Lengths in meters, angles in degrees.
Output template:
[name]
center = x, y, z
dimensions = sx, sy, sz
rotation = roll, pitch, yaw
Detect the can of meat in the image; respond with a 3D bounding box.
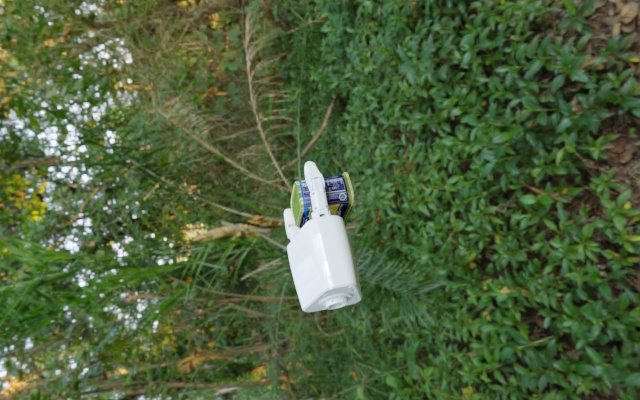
[can of meat]
center = 0.000, 0.002, 0.763
dimensions = 0.084, 0.057, 0.102
rotation = -8, -23, -12
